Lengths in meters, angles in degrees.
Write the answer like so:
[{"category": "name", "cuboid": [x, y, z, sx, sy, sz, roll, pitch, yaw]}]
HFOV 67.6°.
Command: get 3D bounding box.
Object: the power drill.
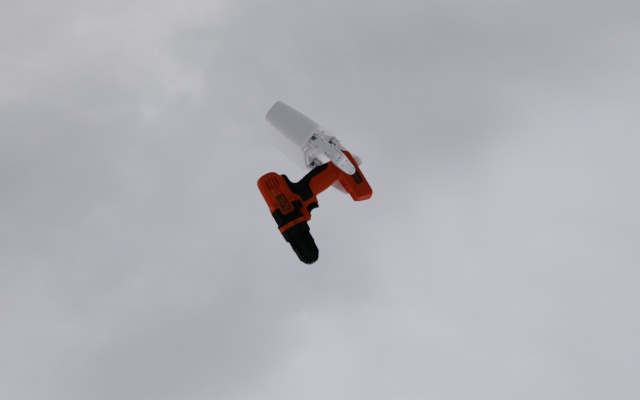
[{"category": "power drill", "cuboid": [0.000, 0.002, 0.883, 0.187, 0.184, 0.057, -27, -7, -19]}]
